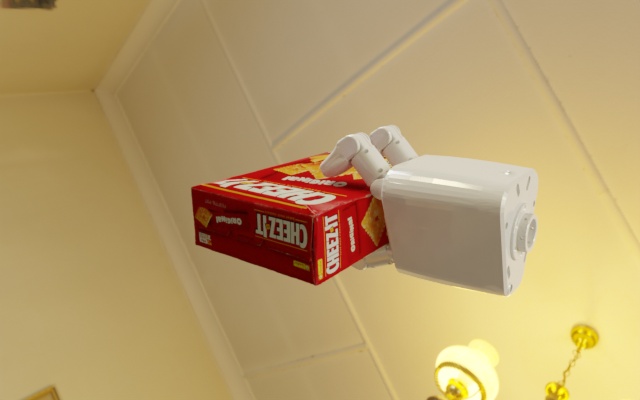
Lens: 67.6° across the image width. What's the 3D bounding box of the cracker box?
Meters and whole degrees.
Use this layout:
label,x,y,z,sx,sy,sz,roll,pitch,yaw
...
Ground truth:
label,x,y,z,sx,sy,sz,roll,pitch,yaw
cracker box,0.000,0.002,0.506,0.164,0.072,0.213,11,20,38
